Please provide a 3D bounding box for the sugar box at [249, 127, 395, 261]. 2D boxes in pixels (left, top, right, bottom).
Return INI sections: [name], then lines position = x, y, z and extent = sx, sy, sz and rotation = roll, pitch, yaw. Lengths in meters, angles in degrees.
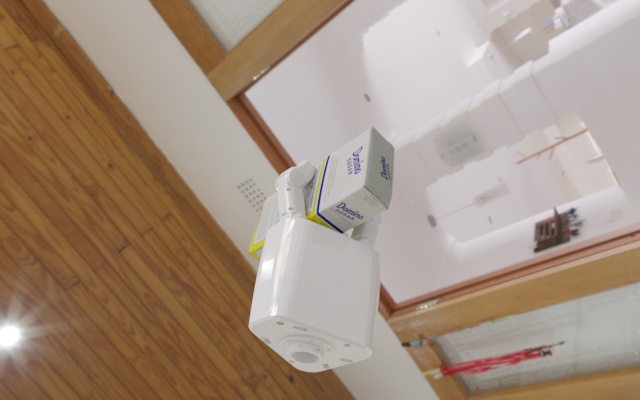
[sugar box]
position = 0.000, 0.002, 0.523
extent = 0.176, 0.093, 0.048
rotation = -28, -56, 35
